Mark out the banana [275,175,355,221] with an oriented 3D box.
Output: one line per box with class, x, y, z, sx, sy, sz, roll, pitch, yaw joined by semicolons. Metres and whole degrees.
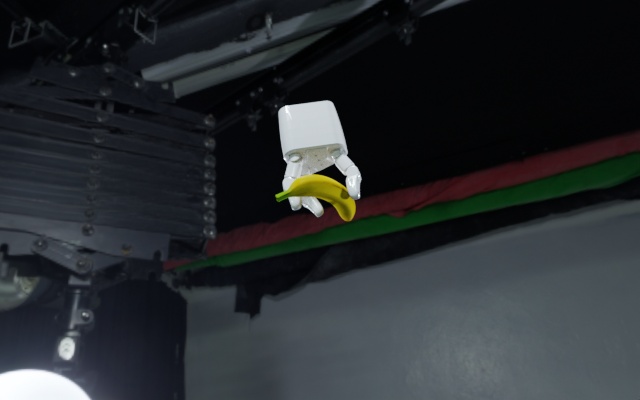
banana;0.012;-0.007;0.824;0.070;0.037;0.198;-33;-33;30
